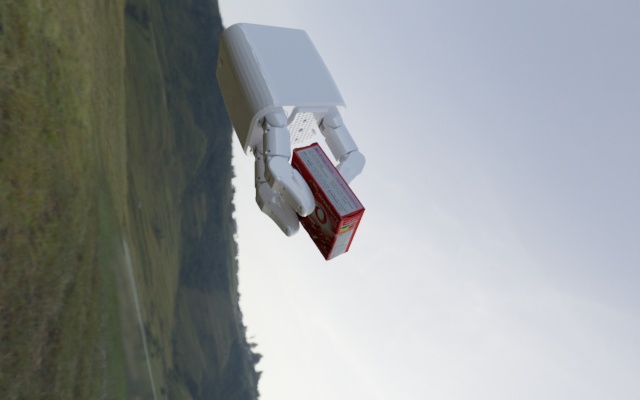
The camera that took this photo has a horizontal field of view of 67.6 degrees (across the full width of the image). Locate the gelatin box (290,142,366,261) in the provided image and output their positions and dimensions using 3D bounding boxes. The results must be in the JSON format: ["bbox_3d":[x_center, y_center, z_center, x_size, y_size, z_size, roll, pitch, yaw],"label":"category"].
[{"bbox_3d":[0.001,0.002,0.454,0.030,0.089,0.073,-21,-29,-26],"label":"gelatin box"}]
